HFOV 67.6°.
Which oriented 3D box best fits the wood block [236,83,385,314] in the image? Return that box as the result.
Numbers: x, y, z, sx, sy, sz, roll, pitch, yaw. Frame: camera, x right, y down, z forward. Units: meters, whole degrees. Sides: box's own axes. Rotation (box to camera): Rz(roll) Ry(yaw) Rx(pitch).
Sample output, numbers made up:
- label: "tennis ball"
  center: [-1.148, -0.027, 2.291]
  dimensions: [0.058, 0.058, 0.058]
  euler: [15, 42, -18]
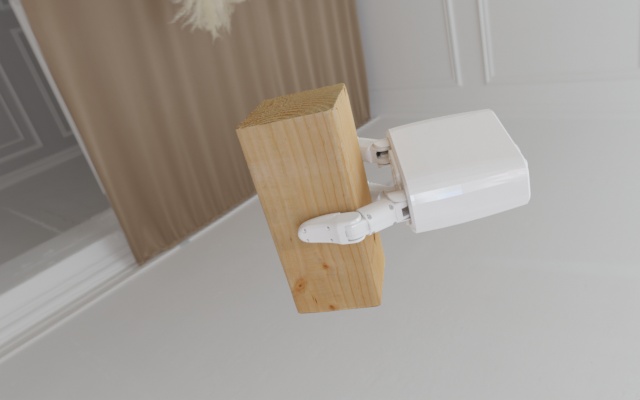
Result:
- label: "wood block"
  center: [0.000, 0.002, 0.479]
  dimensions: [0.090, 0.206, 0.090]
  euler: [-9, 25, 15]
